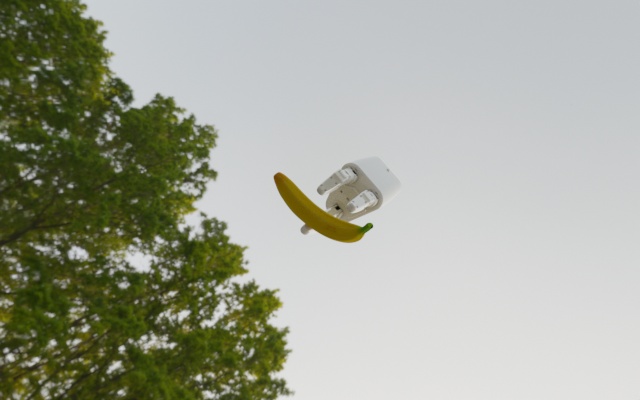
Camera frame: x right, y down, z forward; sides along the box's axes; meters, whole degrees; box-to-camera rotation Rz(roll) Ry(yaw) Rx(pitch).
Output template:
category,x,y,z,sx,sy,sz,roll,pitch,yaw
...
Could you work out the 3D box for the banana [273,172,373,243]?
category,x,y,z,sx,sy,sz,roll,pitch,yaw
banana,-0.001,0.020,0.786,0.197,0.070,0.037,28,31,23
